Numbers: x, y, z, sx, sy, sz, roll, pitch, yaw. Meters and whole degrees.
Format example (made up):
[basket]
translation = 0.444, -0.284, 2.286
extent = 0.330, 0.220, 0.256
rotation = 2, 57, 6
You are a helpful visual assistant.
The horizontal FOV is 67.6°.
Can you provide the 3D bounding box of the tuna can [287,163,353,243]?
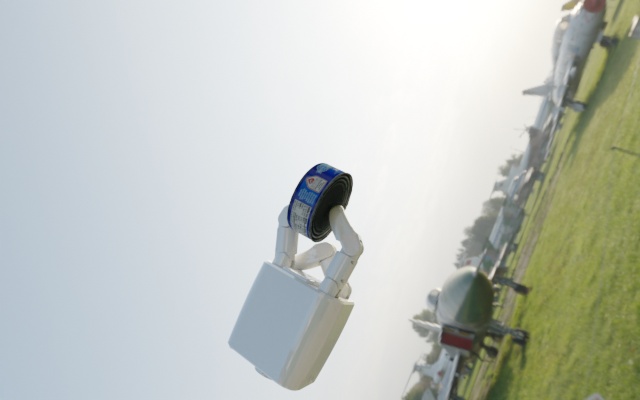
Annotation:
[tuna can]
translation = 0.000, 0.001, 0.535
extent = 0.033, 0.086, 0.086
rotation = 27, 11, 22
